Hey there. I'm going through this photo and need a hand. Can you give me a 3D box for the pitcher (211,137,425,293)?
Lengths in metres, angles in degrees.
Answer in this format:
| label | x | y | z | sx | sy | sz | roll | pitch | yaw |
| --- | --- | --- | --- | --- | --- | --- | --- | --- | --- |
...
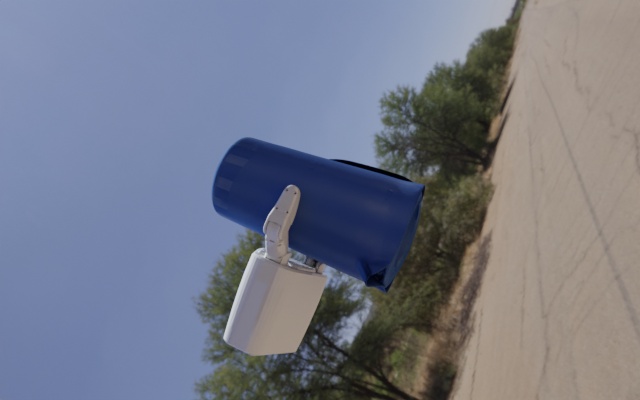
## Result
| label | x | y | z | sx | sy | sz | roll | pitch | yaw |
| --- | --- | --- | --- | --- | --- | --- | --- | --- | --- |
| pitcher | 0.000 | 0.002 | 0.590 | 0.243 | 0.145 | 0.149 | 20 | -2 | 14 |
